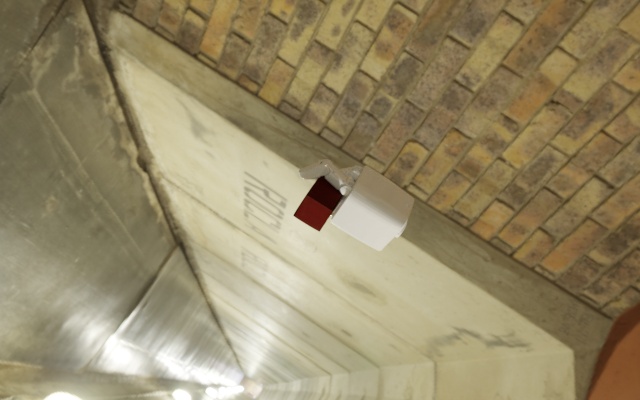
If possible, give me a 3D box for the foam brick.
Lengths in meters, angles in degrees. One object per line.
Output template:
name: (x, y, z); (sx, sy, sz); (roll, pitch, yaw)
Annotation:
foam brick: (0.000, 0.003, 0.787); (0.051, 0.053, 0.078); (34, 37, 0)
